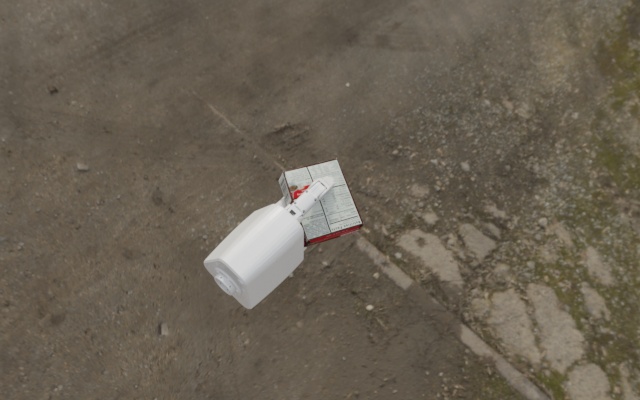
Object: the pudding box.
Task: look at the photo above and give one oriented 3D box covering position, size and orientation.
[{"bbox_3d":[0.000,0.002,0.692,0.090,0.113,0.039,-15,-16,-19],"label":"pudding box"}]
